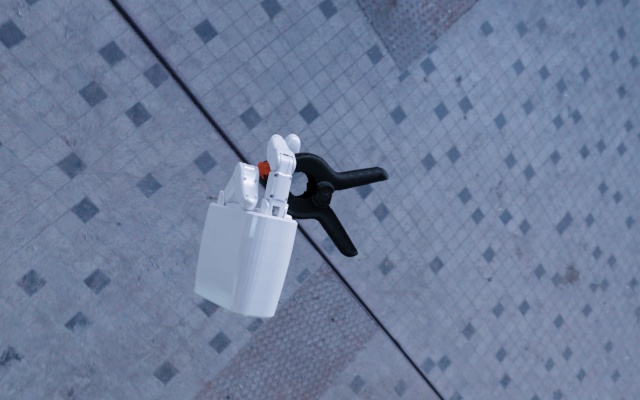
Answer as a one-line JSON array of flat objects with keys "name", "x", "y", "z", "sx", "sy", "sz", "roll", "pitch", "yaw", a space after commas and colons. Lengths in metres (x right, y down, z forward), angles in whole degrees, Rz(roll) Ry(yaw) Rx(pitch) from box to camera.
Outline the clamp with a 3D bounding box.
[{"name": "clamp", "x": 0.000, "y": 0.002, "z": 0.576, "sx": 0.171, "sy": 0.120, "sz": 0.039, "roll": 13, "pitch": -3, "yaw": -27}]
